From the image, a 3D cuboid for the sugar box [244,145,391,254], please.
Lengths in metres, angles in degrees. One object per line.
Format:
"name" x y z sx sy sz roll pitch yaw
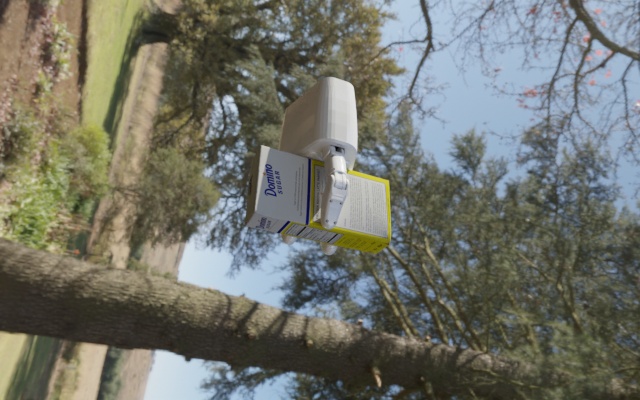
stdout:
"sugar box" 0.000 0.002 0.581 0.176 0.093 0.048 13 -32 -19
